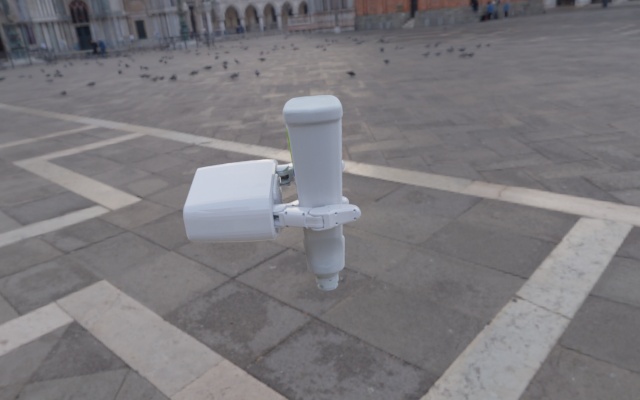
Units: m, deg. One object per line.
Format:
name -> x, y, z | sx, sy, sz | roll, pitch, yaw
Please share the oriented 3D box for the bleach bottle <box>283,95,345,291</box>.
bleach bottle -> 0.000, 0.002, 0.597 | 0.068, 0.251, 0.102 | -5, 21, 1
